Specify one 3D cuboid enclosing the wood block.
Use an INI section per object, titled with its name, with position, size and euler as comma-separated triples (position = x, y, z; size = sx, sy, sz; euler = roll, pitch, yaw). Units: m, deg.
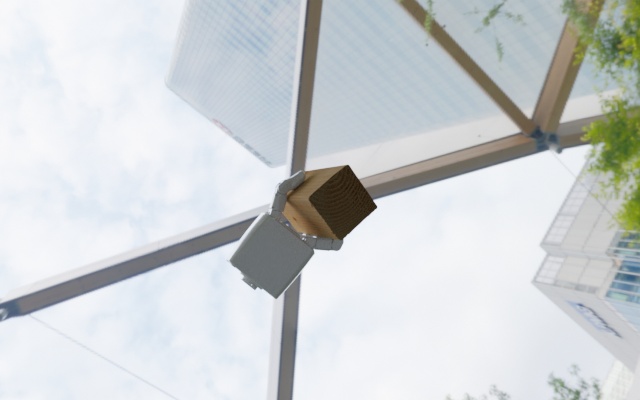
[wood block]
position = 0.000, 0.003, 0.847
size = 0.090, 0.091, 0.206
euler = -41, 14, -17
